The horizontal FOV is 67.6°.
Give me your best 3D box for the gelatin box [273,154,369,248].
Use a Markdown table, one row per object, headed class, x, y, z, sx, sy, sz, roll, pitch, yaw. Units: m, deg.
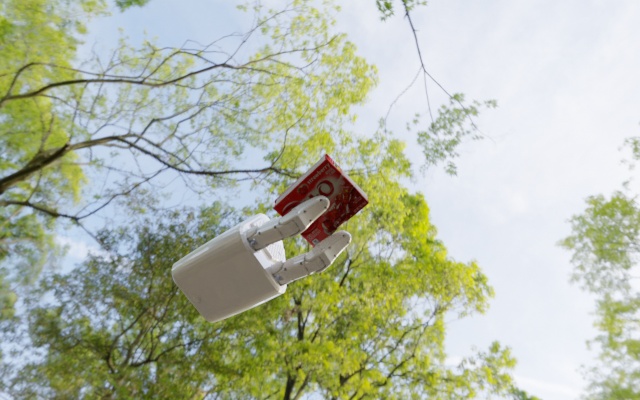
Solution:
| class | x | y | z | sx | sy | sz | roll | pitch | yaw |
| --- | --- | --- | --- | --- | --- | --- | --- | --- | --- |
| gelatin box | 0.000 | 0.001 | 0.561 | 0.089 | 0.073 | 0.030 | -41 | 15 | 13 |
